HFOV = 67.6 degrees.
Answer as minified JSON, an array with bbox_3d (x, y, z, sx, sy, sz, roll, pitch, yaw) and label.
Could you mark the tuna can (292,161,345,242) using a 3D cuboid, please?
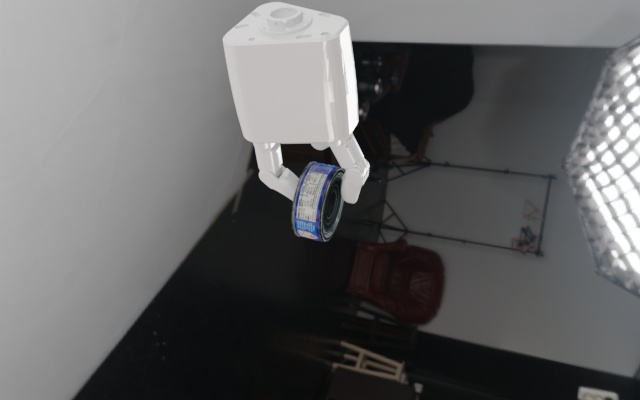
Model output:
[{"bbox_3d":[0.001,0.002,0.529,0.034,0.086,0.086,12,4,17],"label":"tuna can"}]
